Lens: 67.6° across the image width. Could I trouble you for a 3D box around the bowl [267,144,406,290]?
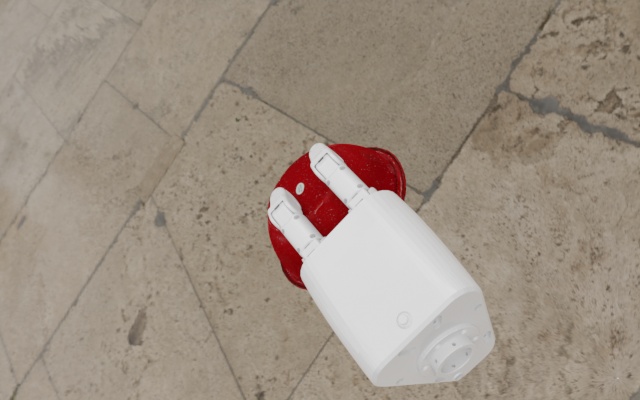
[{"bbox_3d":[-0.001,0.001,0.460,0.055,0.162,0.162,37,-23,-33],"label":"bowl"}]
